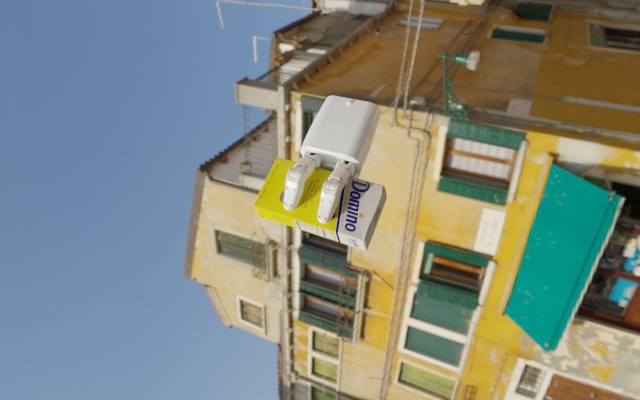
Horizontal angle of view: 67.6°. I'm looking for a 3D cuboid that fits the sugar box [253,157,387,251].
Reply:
[{"bbox_3d":[0.000,0.002,0.704,0.176,0.093,0.048,15,-23,20],"label":"sugar box"}]
